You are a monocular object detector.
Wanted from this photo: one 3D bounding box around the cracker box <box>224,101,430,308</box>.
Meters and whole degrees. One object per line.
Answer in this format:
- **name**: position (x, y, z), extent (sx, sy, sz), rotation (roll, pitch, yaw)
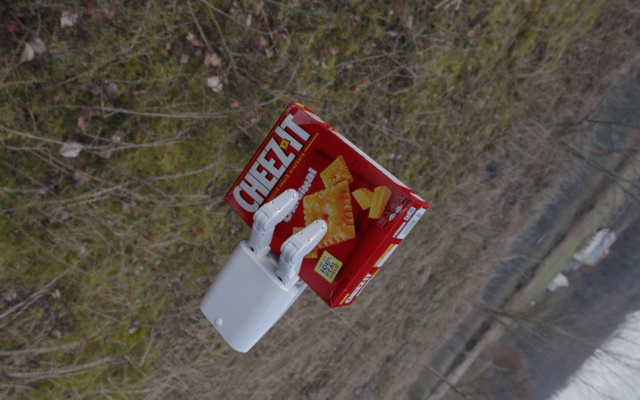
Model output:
- **cracker box**: position (0.000, 0.002, 0.603), extent (0.213, 0.164, 0.072), rotation (42, 12, 24)
